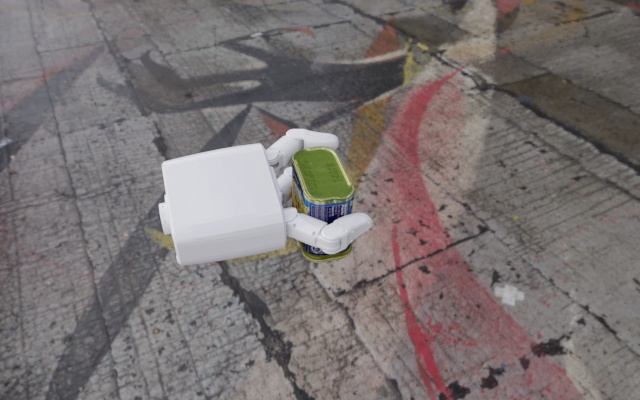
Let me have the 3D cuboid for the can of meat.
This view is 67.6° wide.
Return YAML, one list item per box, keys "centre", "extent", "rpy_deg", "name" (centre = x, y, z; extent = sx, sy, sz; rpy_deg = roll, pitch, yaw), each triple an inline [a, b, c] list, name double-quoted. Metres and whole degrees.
- centre: [0.000, 0.002, 0.524]
  extent: [0.057, 0.084, 0.102]
  rpy_deg: [-8, 40, -12]
  name: "can of meat"
